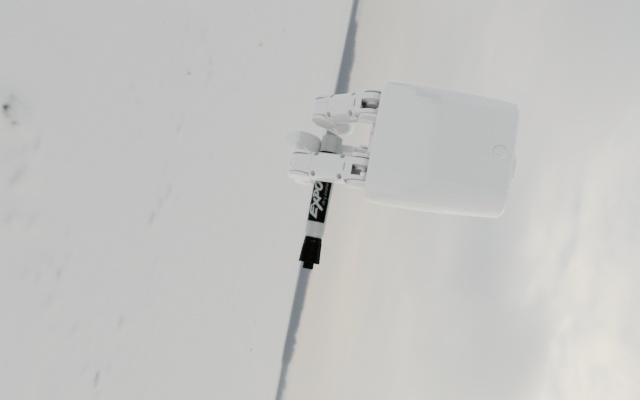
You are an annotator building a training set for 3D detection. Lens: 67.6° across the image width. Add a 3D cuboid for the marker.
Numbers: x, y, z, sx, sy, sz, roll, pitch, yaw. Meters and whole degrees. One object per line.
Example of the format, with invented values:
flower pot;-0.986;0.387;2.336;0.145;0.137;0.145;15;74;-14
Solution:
marker;0.000;0.001;0.428;0.020;0.121;0.020;11;-7;1
